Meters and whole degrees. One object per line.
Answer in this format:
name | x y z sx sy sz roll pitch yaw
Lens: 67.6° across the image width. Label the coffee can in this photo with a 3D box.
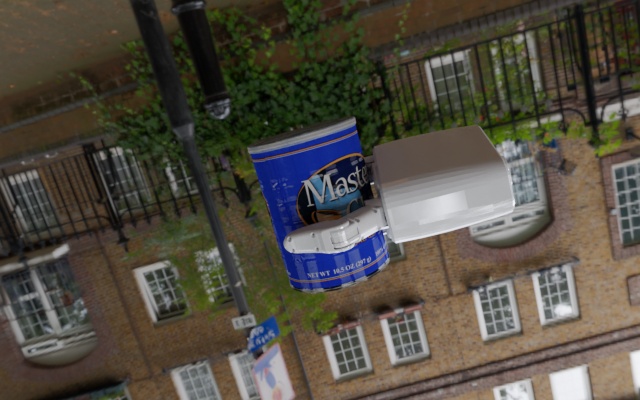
coffee can | 0.000 0.001 0.454 0.103 0.140 0.102 -15 12 3
